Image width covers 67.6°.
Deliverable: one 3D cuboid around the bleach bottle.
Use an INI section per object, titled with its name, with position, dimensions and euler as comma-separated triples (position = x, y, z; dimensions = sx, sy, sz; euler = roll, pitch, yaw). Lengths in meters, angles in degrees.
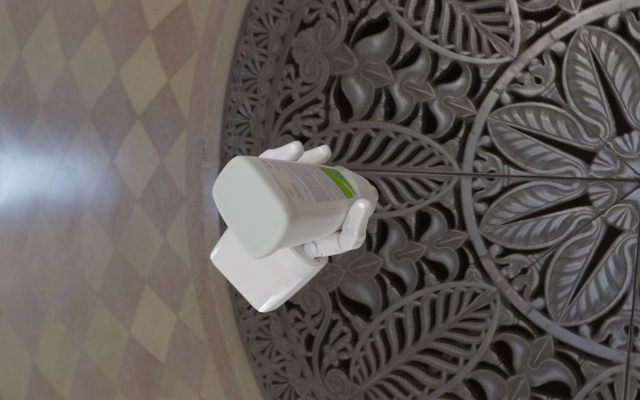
[bleach bottle]
position = 0.000, 0.002, 0.551
dimensions = 0.068, 0.102, 0.251
euler = -49, -24, 26
